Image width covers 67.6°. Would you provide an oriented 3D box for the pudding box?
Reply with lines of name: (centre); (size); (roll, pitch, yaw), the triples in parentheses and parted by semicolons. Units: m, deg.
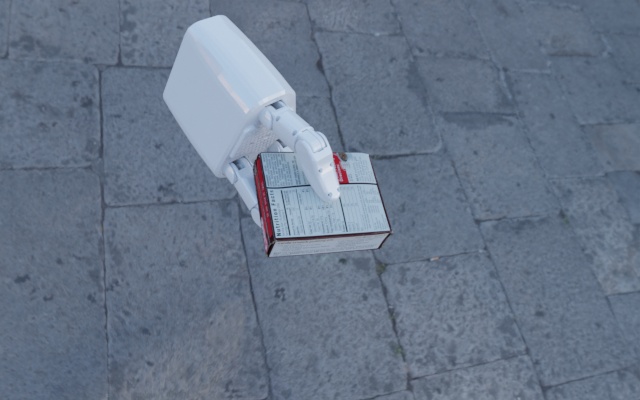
pudding box: (0.000, 0.001, 0.434); (0.113, 0.090, 0.039); (-3, -28, -18)
